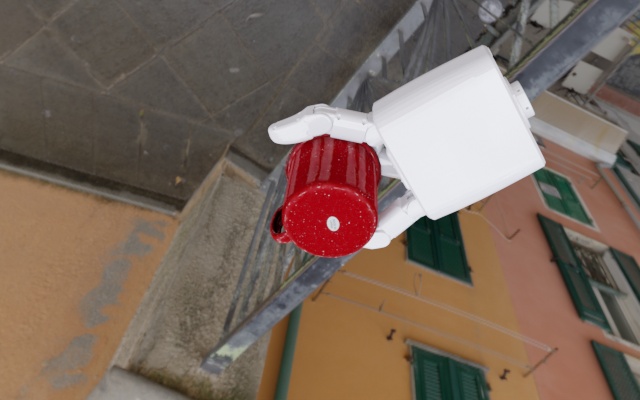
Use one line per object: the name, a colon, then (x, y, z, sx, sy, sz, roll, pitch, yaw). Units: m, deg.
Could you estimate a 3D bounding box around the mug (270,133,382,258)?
mug: (-0.001, 0.002, 0.434, 0.117, 0.093, 0.081, -28, 29, 22)
